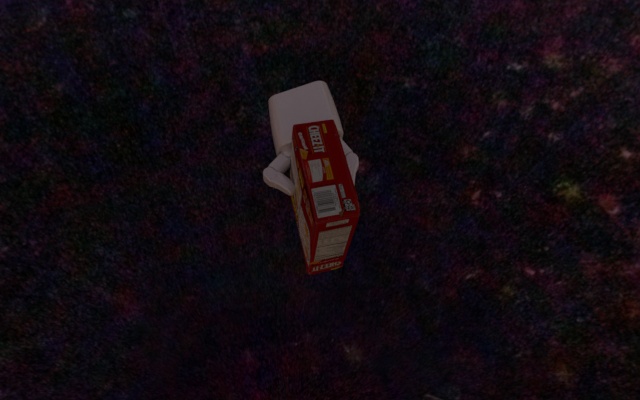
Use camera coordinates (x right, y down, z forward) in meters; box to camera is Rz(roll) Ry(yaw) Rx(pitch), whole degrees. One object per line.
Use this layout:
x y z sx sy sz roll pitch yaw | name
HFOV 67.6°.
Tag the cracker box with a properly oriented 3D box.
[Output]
0.000 0.002 0.756 0.072 0.164 0.214 -10 -26 -9 | cracker box
